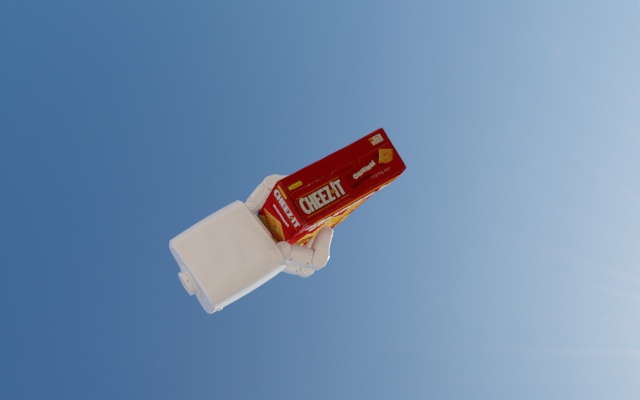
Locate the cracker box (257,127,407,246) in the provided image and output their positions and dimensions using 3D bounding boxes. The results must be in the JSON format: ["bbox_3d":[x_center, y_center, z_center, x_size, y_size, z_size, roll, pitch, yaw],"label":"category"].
[{"bbox_3d":[0.000,0.002,0.665,0.164,0.072,0.214,-30,-7,-25],"label":"cracker box"}]
